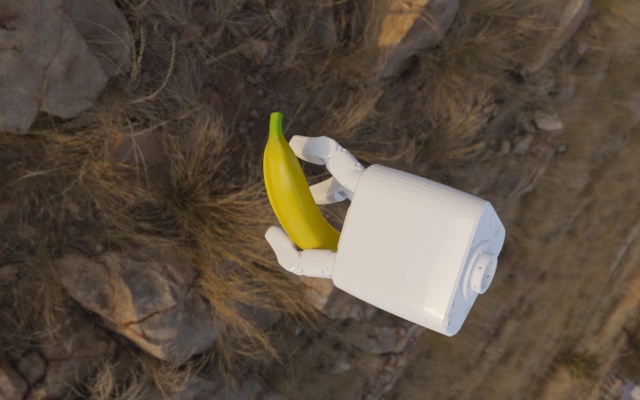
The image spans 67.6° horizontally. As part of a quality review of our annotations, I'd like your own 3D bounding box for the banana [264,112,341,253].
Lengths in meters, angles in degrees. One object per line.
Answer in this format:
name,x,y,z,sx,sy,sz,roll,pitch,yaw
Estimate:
banana,-0.009,0.013,0.457,0.037,0.069,0.198,6,-40,31
